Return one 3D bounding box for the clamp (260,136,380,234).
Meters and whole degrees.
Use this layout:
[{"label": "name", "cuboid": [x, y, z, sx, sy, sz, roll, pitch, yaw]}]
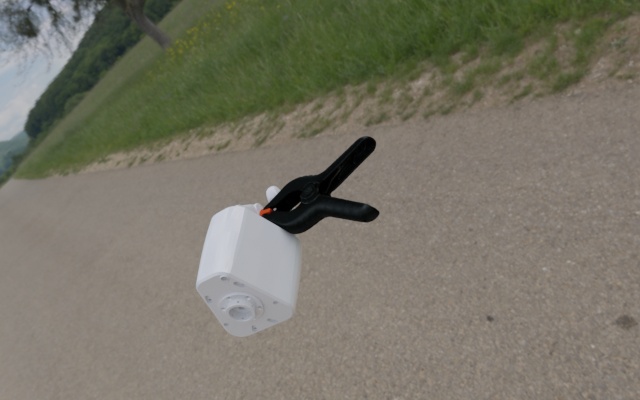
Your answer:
[{"label": "clamp", "cuboid": [0.000, 0.002, 0.573, 0.171, 0.120, 0.039, -31, -54, 24]}]
